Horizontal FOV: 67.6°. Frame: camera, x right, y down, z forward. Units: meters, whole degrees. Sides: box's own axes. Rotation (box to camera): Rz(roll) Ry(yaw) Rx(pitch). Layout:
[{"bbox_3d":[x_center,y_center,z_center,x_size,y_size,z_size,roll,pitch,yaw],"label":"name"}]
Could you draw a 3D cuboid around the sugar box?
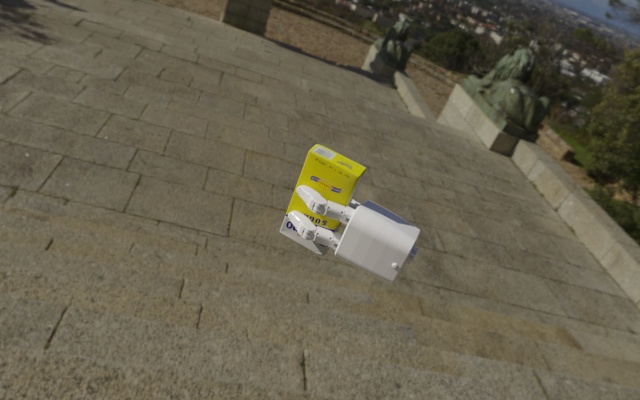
[{"bbox_3d":[0.000,0.003,0.803,0.093,0.176,0.048,28,32,10],"label":"sugar box"}]
